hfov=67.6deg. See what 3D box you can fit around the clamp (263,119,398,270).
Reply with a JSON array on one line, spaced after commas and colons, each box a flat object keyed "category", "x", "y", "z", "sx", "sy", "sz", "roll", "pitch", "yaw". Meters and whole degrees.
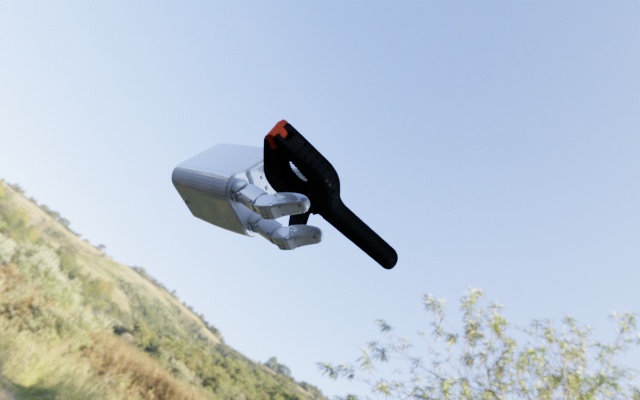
[{"category": "clamp", "x": 0.000, "y": 0.001, "z": 0.547, "sx": 0.164, "sy": 0.210, "sz": 0.036, "roll": 11, "pitch": 51, "yaw": 31}]
